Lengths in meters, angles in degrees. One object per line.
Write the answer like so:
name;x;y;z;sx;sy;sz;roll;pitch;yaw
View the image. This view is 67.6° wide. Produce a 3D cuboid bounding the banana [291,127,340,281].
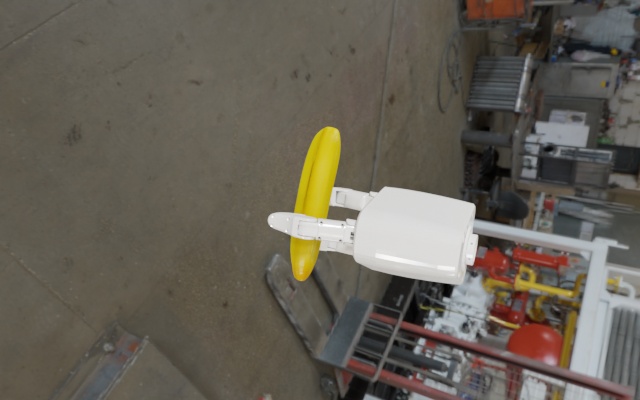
banana;-0.003;-0.008;0.551;0.037;0.197;0.070;9;-18;15
